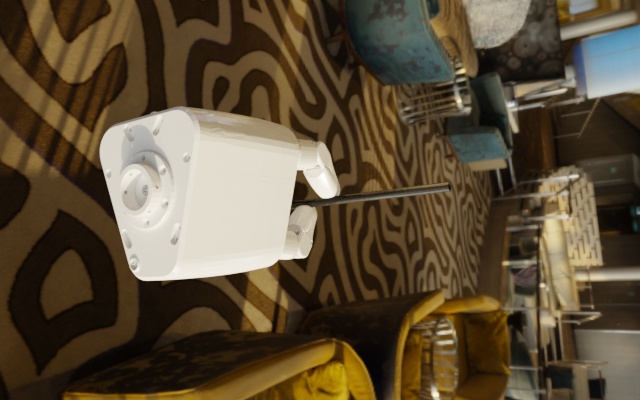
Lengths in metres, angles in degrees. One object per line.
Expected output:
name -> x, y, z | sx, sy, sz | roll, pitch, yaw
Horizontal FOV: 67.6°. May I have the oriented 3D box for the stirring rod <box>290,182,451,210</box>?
stirring rod -> 0.000, 0.002, 0.443 | 0.239, 0.011, 0.011 | -7, -4, 30
